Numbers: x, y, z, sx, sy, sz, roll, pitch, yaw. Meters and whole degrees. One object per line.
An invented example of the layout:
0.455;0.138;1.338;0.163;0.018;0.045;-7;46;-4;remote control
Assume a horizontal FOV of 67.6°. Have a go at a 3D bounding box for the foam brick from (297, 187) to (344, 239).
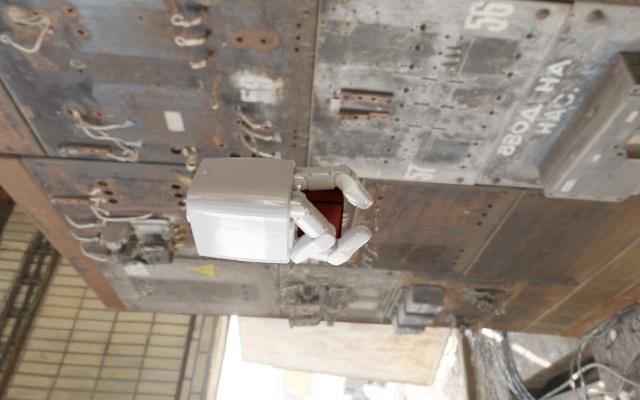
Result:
0.000;0.002;0.570;0.051;0.053;0.078;3;32;-1;foam brick
